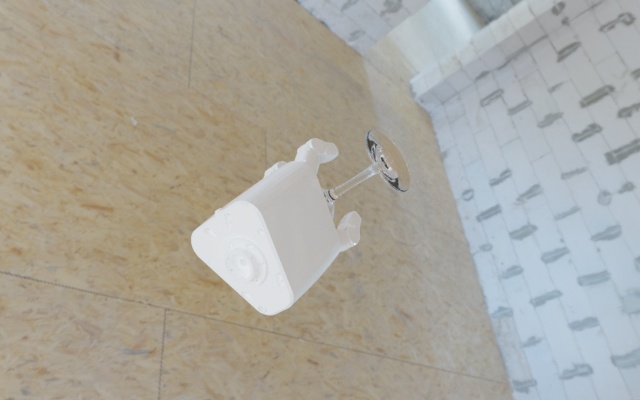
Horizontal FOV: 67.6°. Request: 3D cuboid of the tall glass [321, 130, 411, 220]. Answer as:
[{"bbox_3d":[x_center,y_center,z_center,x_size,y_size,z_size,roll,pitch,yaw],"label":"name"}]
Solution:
[{"bbox_3d":[0.001,0.001,0.551,0.201,0.079,0.079,-31,-18,33],"label":"tall glass"}]
